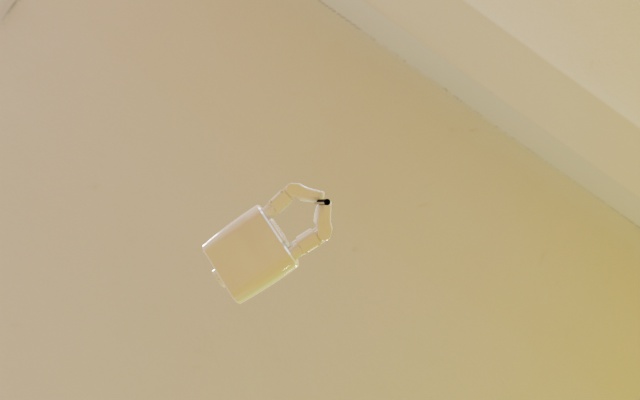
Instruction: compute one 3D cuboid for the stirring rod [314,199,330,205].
[{"bbox_3d":[0.000,0.002,0.697,0.011,0.011,0.239,0,0,-4],"label":"stirring rod"}]
